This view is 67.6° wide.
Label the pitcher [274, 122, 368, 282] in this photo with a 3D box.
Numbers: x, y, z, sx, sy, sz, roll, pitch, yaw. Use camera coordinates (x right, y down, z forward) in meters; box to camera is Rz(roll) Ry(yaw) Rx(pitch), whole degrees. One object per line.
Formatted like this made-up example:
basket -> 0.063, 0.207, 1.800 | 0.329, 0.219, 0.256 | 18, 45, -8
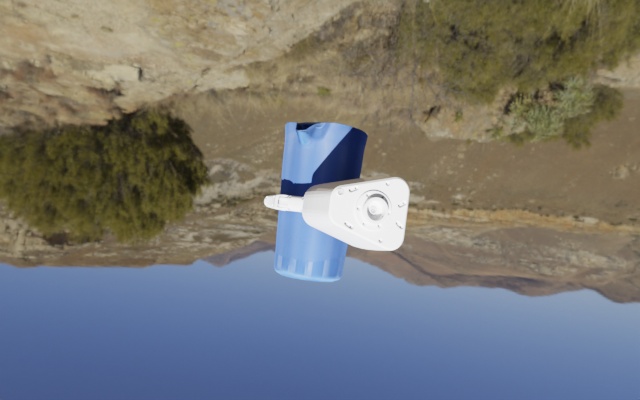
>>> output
pitcher -> 0.000, 0.003, 0.769 | 0.149, 0.243, 0.145 | 9, -4, -20
